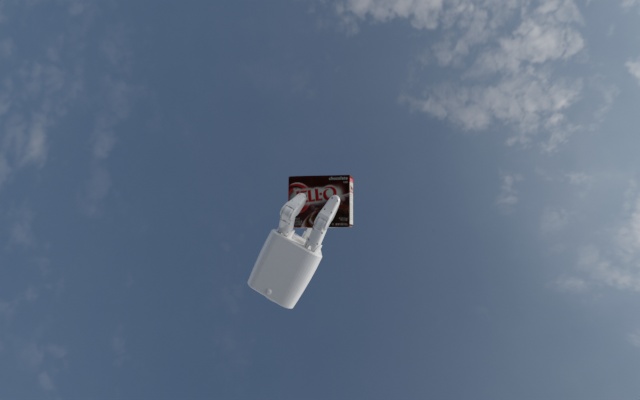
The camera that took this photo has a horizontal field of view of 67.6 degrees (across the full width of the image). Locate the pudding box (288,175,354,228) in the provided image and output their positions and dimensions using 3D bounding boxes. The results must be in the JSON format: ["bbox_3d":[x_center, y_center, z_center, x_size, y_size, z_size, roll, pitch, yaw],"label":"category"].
[{"bbox_3d":[0.000,0.003,0.828,0.113,0.090,0.039,-1,-5,13],"label":"pudding box"}]
